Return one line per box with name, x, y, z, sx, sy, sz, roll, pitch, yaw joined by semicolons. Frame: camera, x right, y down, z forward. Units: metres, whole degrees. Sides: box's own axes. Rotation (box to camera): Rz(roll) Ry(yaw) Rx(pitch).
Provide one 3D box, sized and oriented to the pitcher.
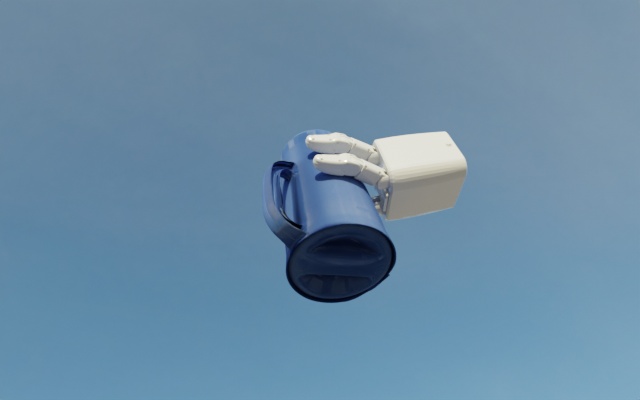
pitcher;0.000;0.002;0.645;0.145;0.149;0.242;-10;40;-3
